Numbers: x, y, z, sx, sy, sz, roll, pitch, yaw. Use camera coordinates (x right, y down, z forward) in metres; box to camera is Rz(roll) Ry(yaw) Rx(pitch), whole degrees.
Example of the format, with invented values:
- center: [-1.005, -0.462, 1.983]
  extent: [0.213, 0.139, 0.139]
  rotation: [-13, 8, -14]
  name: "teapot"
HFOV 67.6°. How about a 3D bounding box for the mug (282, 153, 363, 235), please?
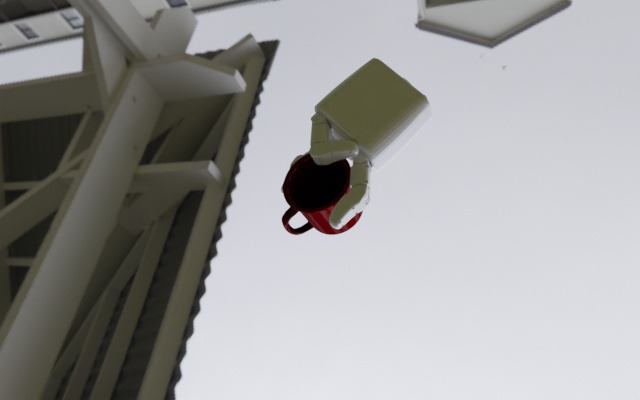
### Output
- center: [-0.001, 0.003, 0.630]
  extent: [0.093, 0.117, 0.081]
  rotation: [43, -7, 37]
  name: "mug"
